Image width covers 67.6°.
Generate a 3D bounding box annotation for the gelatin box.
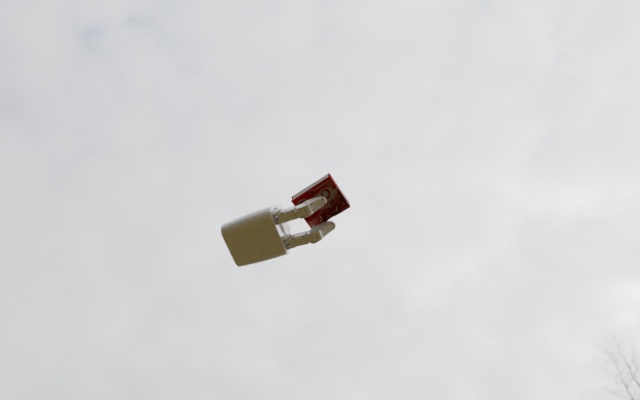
[{"bbox_3d":[0.000,0.003,0.899,0.089,0.073,0.030,-32,16,9],"label":"gelatin box"}]
